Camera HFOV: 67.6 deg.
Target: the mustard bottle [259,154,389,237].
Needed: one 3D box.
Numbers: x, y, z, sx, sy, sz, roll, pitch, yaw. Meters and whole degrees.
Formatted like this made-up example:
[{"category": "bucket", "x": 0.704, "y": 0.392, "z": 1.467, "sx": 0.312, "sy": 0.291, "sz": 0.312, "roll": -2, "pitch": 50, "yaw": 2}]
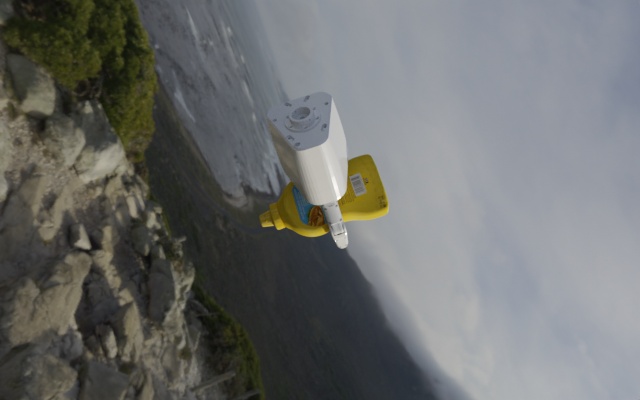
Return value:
[{"category": "mustard bottle", "x": 0.000, "y": 0.002, "z": 0.724, "sx": 0.191, "sy": 0.096, "sz": 0.058, "roll": -18, "pitch": -17, "yaw": 1}]
